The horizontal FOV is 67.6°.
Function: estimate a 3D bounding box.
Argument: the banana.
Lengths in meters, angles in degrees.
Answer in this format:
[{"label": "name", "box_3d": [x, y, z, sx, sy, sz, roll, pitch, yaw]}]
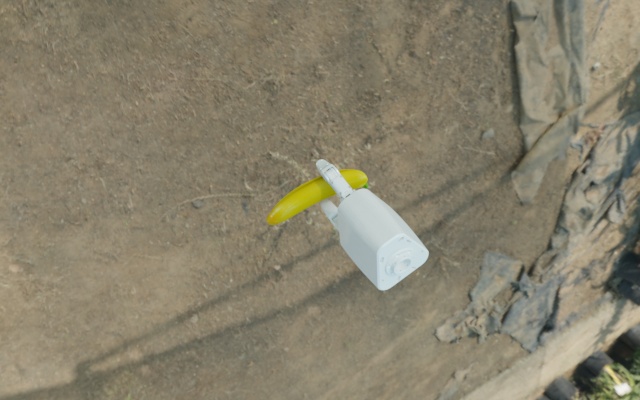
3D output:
[{"label": "banana", "box_3d": [0.004, -0.012, 0.778, 0.198, 0.070, 0.037, -19, 49, -22]}]
